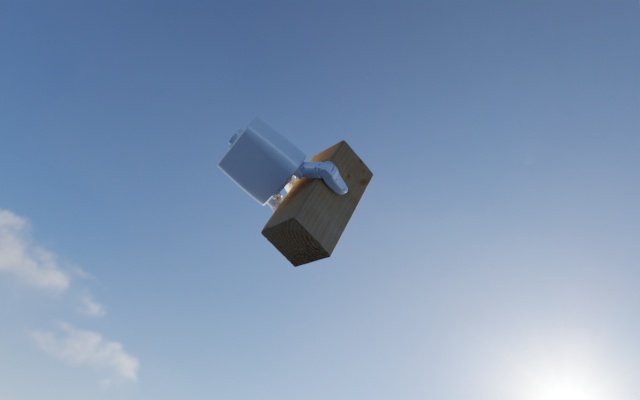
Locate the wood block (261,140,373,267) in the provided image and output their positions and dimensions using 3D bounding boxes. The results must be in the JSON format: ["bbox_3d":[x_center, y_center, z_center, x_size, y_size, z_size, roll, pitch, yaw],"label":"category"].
[{"bbox_3d":[0.000,0.002,0.816,0.091,0.090,0.206,-24,26,44],"label":"wood block"}]
